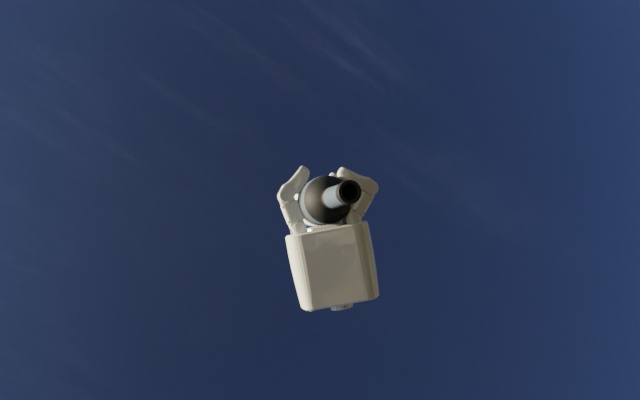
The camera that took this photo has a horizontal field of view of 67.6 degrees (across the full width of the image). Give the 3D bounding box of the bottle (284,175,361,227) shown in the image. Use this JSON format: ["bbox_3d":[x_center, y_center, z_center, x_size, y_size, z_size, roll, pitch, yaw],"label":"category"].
[{"bbox_3d":[0.000,0.002,0.678,0.069,0.069,0.296,0,-5,-13],"label":"bottle"}]
